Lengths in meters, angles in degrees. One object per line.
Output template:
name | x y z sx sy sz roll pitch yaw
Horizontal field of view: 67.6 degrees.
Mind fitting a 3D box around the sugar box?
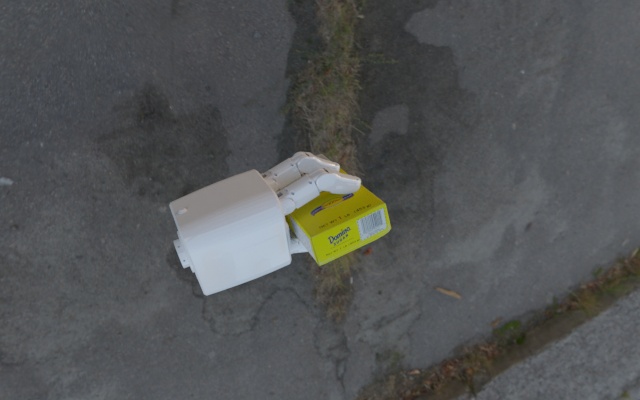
sugar box | 0.000 0.002 0.579 0.093 0.048 0.176 -24 33 -15
